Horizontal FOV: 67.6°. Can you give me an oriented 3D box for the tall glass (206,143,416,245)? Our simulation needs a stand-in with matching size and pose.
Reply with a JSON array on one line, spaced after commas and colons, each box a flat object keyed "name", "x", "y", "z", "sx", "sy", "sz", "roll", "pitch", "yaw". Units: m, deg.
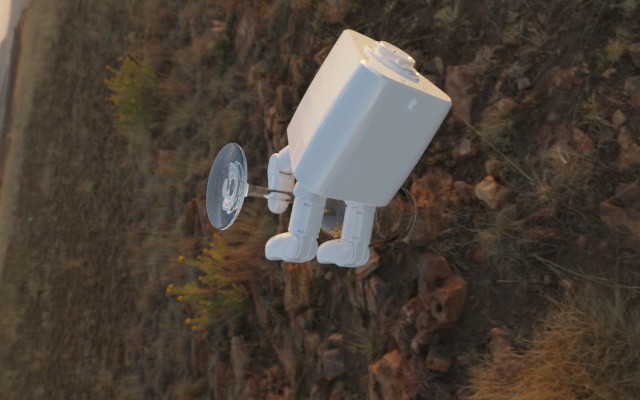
[{"name": "tall glass", "x": -0.001, "y": 0.001, "z": 0.457, "sx": 0.201, "sy": 0.079, "sz": 0.079, "roll": 10, "pitch": -6, "yaw": -35}]
